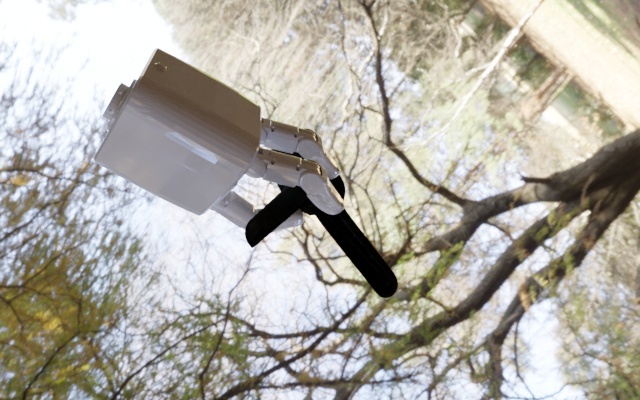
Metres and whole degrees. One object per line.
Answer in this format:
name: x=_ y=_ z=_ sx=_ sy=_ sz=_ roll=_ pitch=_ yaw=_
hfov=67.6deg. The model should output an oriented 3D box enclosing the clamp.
clamp: x=-0.001 y=0.002 z=0.485 sx=0.164 sy=0.036 sz=0.209 roll=31 pitch=29 yaw=-26
